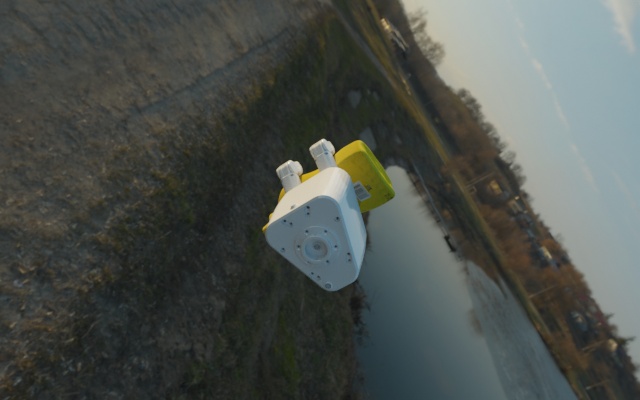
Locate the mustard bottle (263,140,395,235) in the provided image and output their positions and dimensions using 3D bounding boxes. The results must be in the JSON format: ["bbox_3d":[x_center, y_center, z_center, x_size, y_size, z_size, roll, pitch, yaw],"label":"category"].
[{"bbox_3d":[0.000,0.002,0.666,0.191,0.058,0.096,-30,-54,16],"label":"mustard bottle"}]
